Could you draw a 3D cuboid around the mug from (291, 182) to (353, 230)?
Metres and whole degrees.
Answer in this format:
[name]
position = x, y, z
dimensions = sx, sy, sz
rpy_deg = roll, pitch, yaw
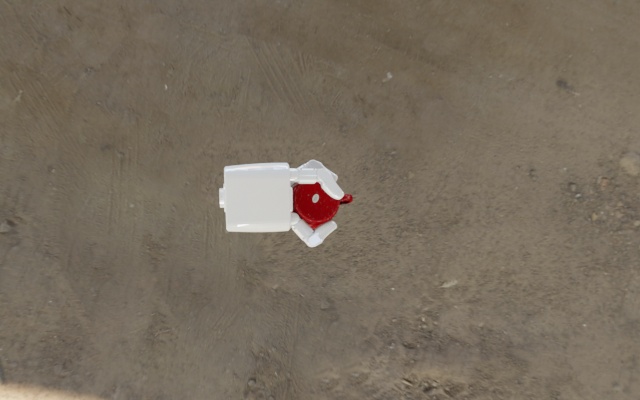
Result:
[mug]
position = 0.002, 0.003, 0.846
dimensions = 0.117, 0.093, 0.081
rpy_deg = -3, -7, -9
